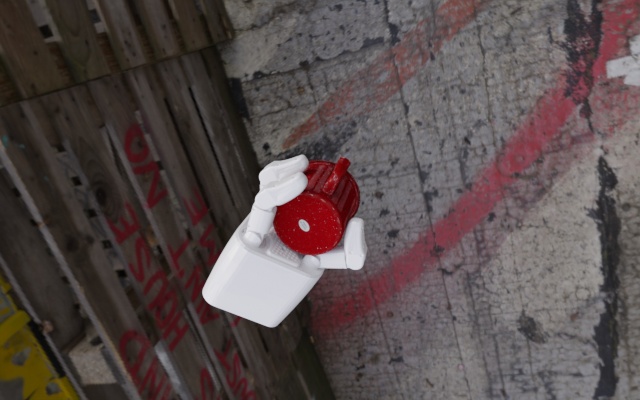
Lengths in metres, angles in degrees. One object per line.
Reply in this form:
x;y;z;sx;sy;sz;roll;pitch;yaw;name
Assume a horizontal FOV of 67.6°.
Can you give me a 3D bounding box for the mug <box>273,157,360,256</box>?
0.001;0.001;0.546;0.093;0.117;0.081;34;29;-3;mug
